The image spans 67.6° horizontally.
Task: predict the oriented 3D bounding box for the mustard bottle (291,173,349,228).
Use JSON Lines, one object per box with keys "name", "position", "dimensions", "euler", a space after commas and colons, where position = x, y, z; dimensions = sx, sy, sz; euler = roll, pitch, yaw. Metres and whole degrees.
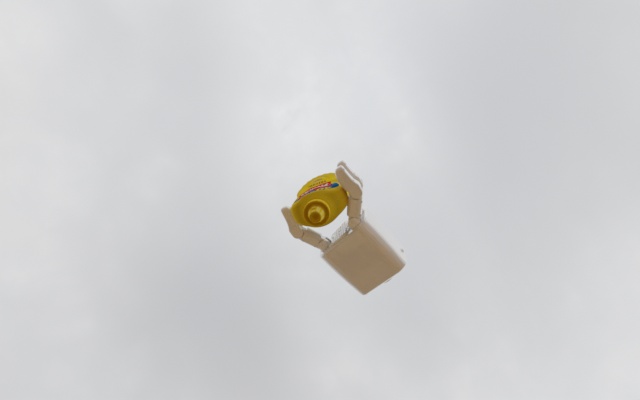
{"name": "mustard bottle", "position": [0.000, 0.002, 0.792], "dimensions": [0.096, 0.058, 0.191], "euler": [-19, 12, 9]}
